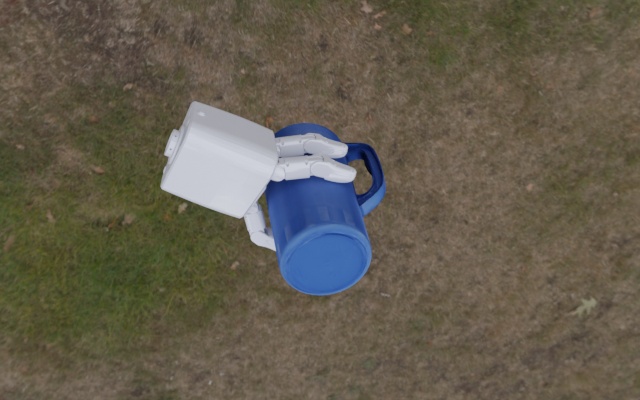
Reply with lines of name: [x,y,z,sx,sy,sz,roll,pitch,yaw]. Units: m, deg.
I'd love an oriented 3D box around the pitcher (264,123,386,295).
pitcher: [0.000,0.002,0.635,0.145,0.149,0.242,23,27,-24]
